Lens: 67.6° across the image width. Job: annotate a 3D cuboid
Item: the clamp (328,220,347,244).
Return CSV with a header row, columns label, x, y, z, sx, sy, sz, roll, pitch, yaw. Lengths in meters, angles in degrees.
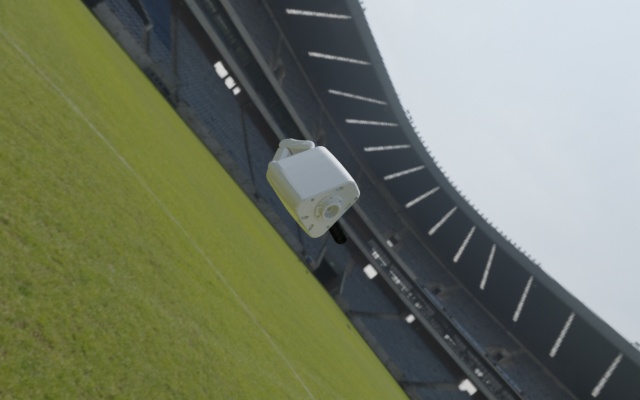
label,x,y,z,sx,sy,sz,roll,pitch,yaw
clamp,0.001,0.002,0.874,0.039,0.120,0.172,-35,-44,-1
